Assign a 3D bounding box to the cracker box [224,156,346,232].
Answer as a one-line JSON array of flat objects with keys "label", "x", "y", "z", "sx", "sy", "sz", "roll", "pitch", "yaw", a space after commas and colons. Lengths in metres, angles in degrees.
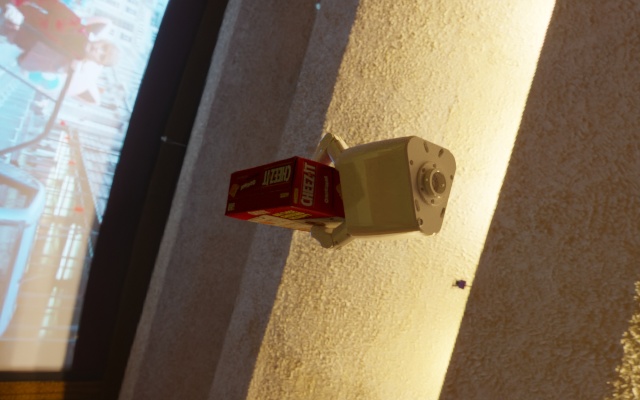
[{"label": "cracker box", "x": 0.000, "y": 0.002, "z": 0.677, "sx": 0.214, "sy": 0.072, "sz": 0.164, "roll": 14, "pitch": -14, "yaw": -37}]
